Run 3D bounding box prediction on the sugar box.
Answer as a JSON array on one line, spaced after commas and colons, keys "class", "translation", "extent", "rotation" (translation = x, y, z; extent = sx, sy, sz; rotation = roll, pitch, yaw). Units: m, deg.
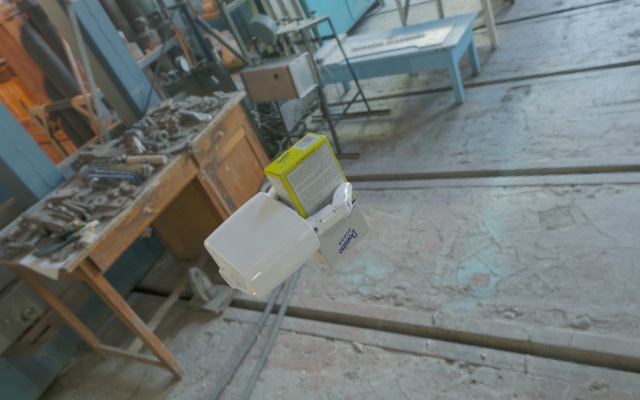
[{"class": "sugar box", "translation": [0.000, 0.002, 0.683], "extent": [0.093, 0.176, 0.048], "rotation": [-41, 36, -23]}]
